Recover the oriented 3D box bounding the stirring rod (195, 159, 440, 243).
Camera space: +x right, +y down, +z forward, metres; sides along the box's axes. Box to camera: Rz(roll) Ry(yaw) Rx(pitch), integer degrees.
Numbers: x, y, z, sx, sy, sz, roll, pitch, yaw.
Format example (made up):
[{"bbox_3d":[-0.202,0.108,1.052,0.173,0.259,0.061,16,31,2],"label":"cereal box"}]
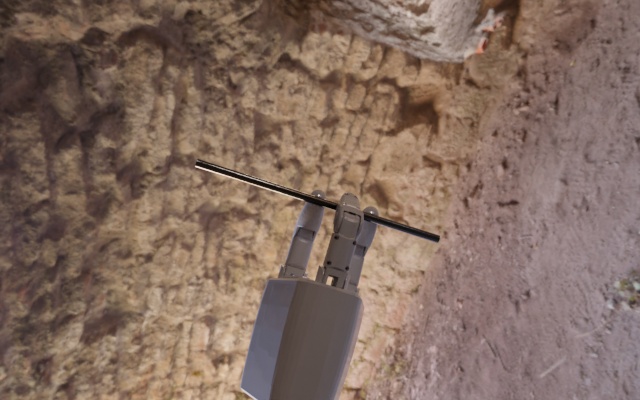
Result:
[{"bbox_3d":[0.000,0.002,0.451,0.239,0.011,0.011,18,-2,-5],"label":"stirring rod"}]
